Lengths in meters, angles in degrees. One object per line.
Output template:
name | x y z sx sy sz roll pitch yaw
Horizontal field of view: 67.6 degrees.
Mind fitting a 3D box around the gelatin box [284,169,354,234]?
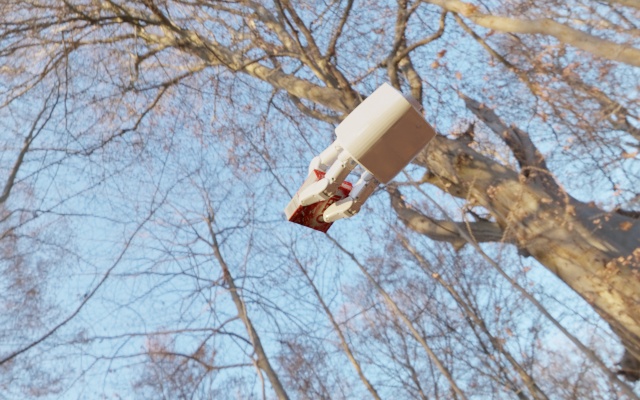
gelatin box | 0.000 0.002 0.722 0.073 0.089 0.030 21 29 -33
